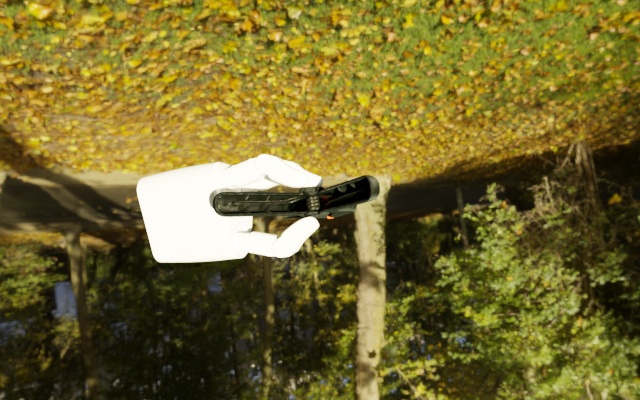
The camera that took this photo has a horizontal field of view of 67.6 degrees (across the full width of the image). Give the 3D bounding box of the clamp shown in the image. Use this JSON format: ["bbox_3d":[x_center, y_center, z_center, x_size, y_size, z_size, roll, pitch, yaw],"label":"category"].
[{"bbox_3d":[0.000,0.003,0.541,0.164,0.036,0.210,-6,-6,17],"label":"clamp"}]
